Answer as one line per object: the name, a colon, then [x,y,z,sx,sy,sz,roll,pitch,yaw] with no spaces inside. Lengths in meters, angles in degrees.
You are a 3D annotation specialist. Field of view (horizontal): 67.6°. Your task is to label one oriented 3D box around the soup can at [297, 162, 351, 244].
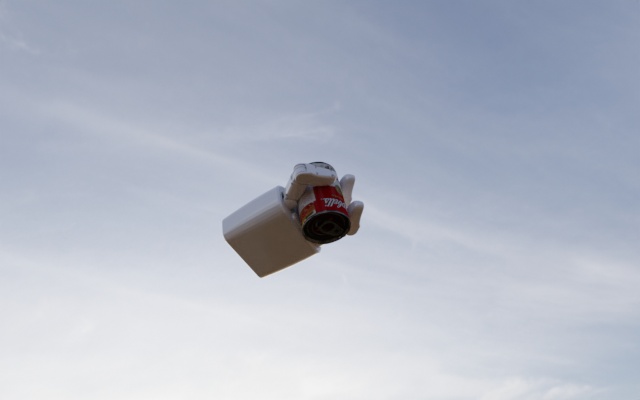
soup can: [0.000,0.002,0.681,0.068,0.102,0.069,-7,-43,-6]
